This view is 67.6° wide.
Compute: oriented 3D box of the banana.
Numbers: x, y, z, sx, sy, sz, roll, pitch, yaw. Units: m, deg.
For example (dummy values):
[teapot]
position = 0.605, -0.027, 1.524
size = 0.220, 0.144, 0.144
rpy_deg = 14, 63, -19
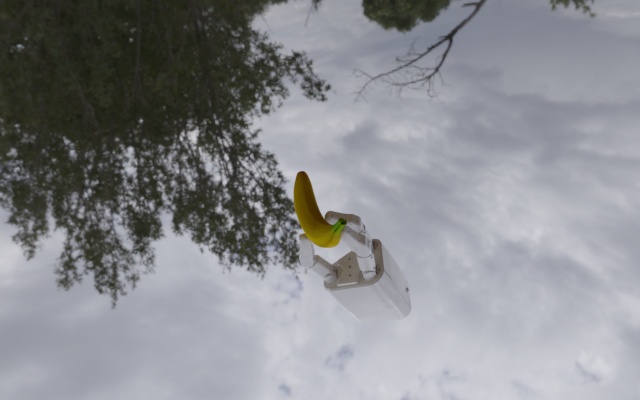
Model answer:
[banana]
position = -0.007, 0.020, 0.722
size = 0.037, 0.070, 0.197
rpy_deg = 19, 16, -29
